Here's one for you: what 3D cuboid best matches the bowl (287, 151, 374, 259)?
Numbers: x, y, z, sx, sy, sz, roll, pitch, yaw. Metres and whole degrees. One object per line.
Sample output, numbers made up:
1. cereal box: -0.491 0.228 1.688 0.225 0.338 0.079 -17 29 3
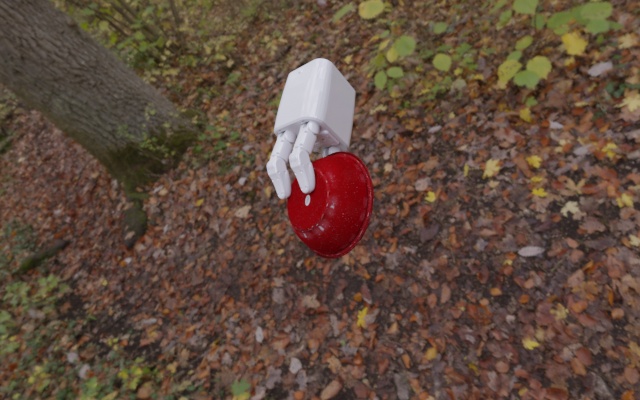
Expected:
1. bowl: 0.000 0.003 0.691 0.055 0.162 0.162 11 -7 -40
